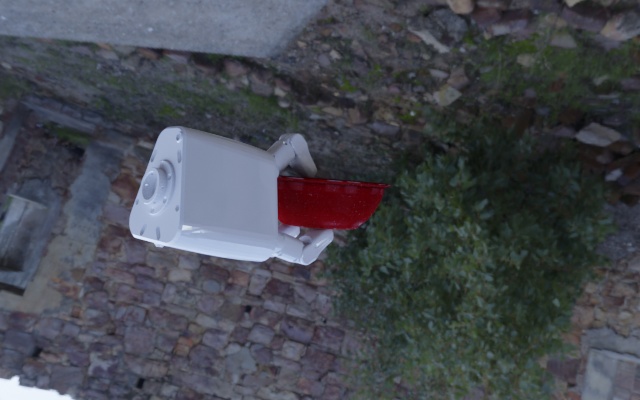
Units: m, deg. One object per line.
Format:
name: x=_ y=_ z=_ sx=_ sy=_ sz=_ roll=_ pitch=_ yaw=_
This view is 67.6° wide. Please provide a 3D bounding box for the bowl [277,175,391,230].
bowl: x=0.001 y=0.002 z=0.561 sx=0.162 sy=0.055 sz=0.162 roll=4 pitch=2 yaw=0
